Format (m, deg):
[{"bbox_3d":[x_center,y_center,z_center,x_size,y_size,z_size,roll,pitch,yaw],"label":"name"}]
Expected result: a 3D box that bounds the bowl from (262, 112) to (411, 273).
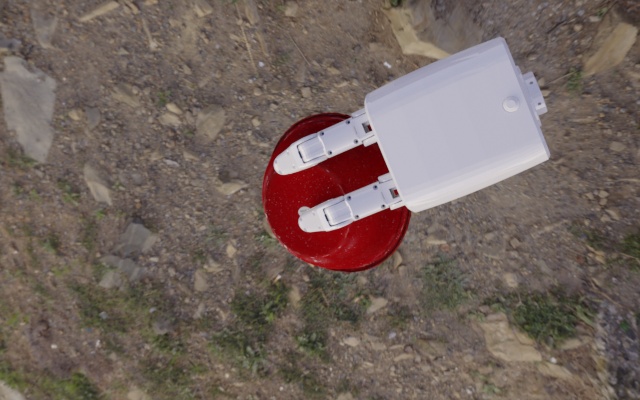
[{"bbox_3d":[-0.001,0.002,0.450,0.162,0.162,0.055,0,15,32],"label":"bowl"}]
